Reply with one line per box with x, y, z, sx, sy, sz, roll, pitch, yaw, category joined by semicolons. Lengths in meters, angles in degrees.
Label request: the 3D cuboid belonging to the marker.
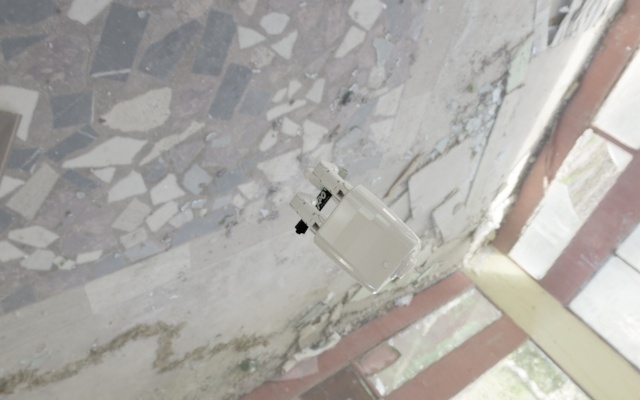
0.000;0.002;0.694;0.020;0.121;0.020;33;18;-12;marker
